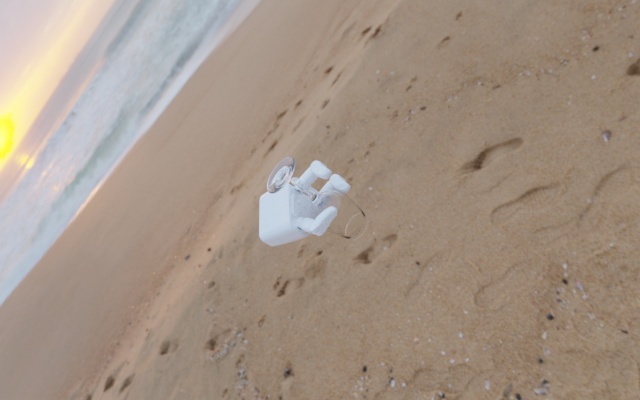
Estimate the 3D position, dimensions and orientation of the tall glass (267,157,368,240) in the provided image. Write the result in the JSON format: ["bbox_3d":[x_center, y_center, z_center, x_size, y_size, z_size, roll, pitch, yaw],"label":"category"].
[{"bbox_3d":[0.000,0.003,0.889,0.201,0.079,0.079,34,-19,-31],"label":"tall glass"}]
